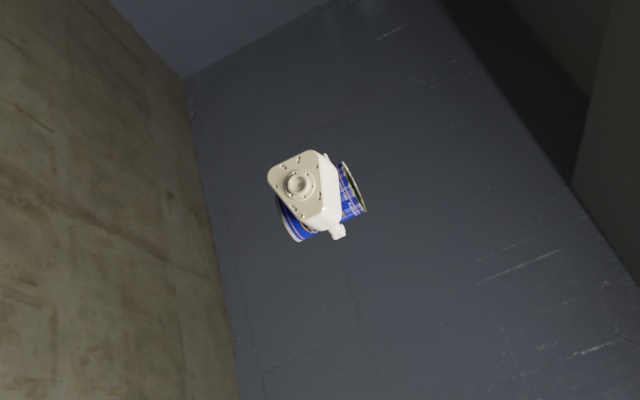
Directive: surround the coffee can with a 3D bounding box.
[{"bbox_3d":[0.000,0.003,0.894,0.140,0.103,0.103,-25,-5,10],"label":"coffee can"}]
